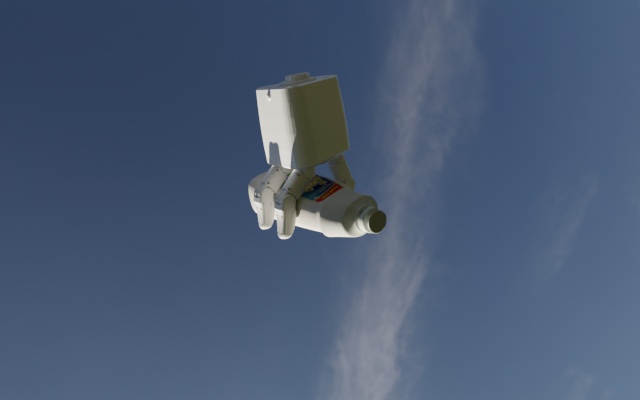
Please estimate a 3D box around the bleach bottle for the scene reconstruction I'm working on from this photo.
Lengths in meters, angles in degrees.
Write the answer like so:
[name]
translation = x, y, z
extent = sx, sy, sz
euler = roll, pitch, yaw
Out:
[bleach bottle]
translation = 0.000, 0.002, 0.664
extent = 0.102, 0.068, 0.251
euler = -22, 22, -32
